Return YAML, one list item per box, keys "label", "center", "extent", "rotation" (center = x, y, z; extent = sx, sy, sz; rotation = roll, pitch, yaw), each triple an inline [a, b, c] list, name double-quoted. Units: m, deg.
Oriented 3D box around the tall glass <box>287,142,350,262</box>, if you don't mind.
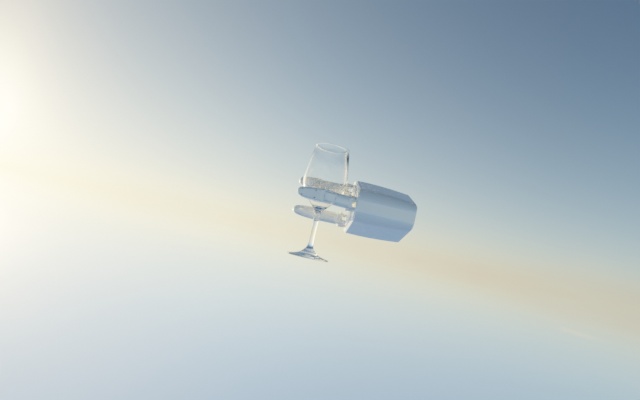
- label: "tall glass"
  center: [0.000, 0.003, 0.841]
  extent: [0.079, 0.201, 0.079]
  rotation: [13, -4, 1]
